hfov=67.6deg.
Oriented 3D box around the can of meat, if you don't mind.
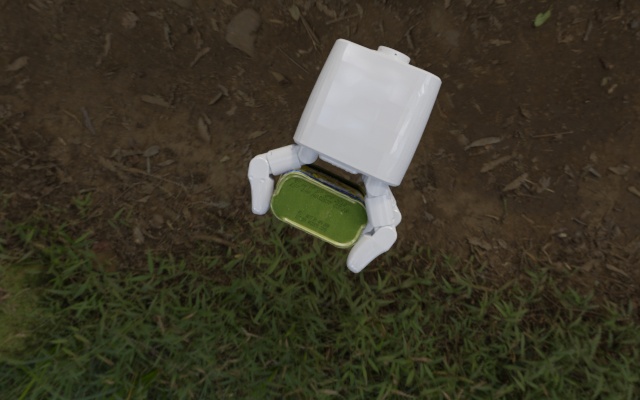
[{"bbox_3d":[0.000,0.002,0.502,0.102,0.057,0.084,25,11,-4],"label":"can of meat"}]
